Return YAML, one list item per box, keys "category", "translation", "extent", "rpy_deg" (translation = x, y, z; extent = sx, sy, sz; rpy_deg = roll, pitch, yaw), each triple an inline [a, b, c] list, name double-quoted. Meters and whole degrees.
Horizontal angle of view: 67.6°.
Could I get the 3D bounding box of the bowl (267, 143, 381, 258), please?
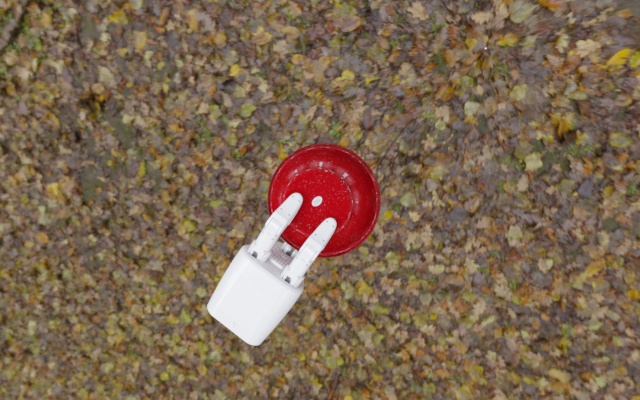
- category: "bowl"
  translation: [0.001, 0.001, 0.647]
  extent: [0.162, 0.162, 0.055]
  rpy_deg: [0, 3, 9]
